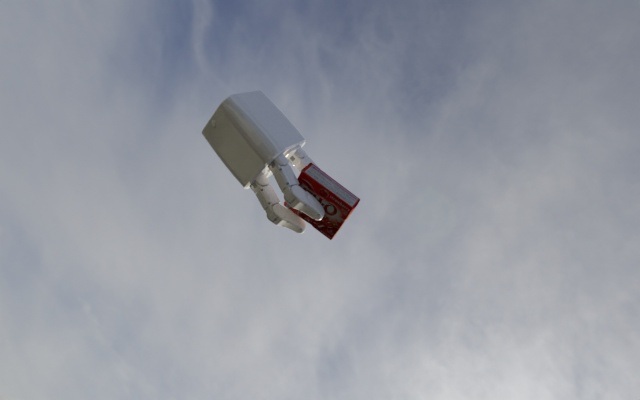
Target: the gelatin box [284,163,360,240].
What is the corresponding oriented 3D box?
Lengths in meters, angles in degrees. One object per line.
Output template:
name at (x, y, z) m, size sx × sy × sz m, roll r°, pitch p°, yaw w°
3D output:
gelatin box at (0.001, 0.002, 0.669) m, size 0.089 × 0.073 × 0.030 m, roll 37°, pitch 41°, yaw 5°
